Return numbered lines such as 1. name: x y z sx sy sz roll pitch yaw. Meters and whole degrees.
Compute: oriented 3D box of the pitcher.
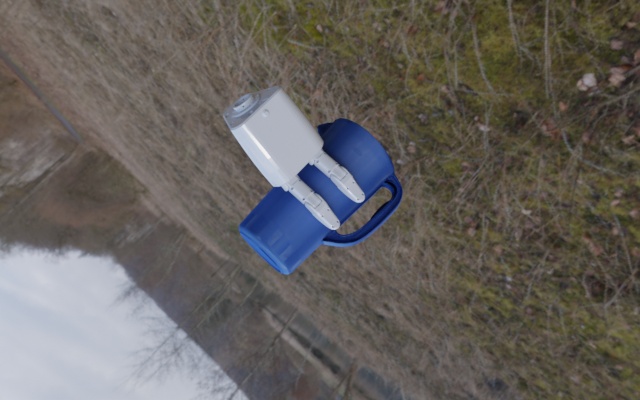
1. pitcher: 0.000 0.002 0.747 0.145 0.243 0.149 52 -16 -30
